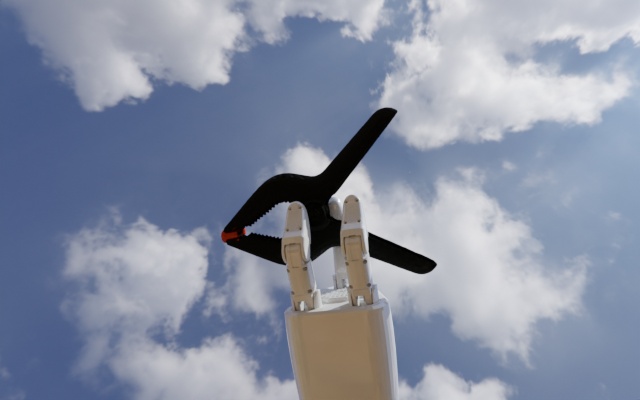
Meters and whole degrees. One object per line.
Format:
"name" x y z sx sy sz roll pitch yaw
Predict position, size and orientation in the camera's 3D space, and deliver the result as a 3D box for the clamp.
"clamp" 0.000 0.002 0.479 0.210 0.164 0.036 -8 1 11
